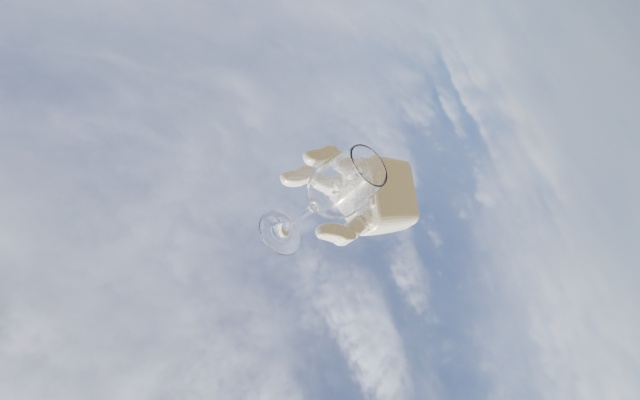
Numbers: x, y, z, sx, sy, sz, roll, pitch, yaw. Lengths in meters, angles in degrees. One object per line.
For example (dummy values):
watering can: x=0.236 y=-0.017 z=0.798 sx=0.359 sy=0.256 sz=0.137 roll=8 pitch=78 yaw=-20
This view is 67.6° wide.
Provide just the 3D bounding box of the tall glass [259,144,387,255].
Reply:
tall glass: x=0.000 y=0.003 z=0.655 sx=0.079 sy=0.079 sz=0.201 roll=0 pitch=-28 yaw=-44
